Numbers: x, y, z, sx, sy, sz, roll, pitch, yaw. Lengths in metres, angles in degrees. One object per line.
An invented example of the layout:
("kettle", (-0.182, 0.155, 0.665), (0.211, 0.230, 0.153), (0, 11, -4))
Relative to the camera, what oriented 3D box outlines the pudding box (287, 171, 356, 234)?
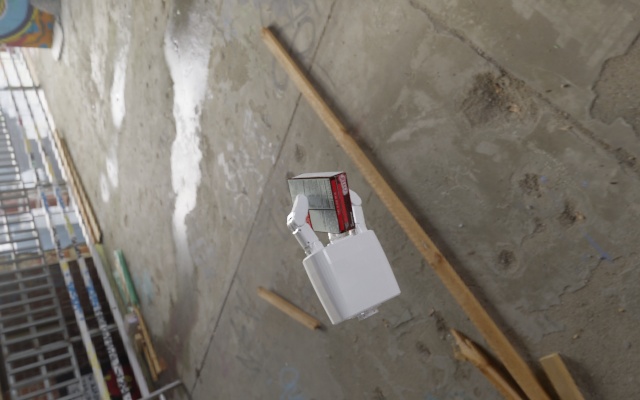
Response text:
("pudding box", (0.000, 0.003, 0.746), (0.039, 0.090, 0.113), (-18, 13, -39))
